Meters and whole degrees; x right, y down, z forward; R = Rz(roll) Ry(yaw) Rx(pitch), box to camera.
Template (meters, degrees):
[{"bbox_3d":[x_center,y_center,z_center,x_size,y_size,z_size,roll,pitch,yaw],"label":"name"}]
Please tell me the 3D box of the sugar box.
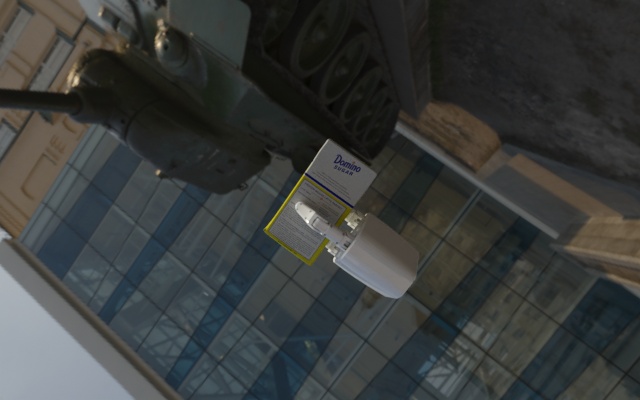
[{"bbox_3d":[0.000,0.003,0.737,0.093,0.176,0.048,36,6,0],"label":"sugar box"}]
